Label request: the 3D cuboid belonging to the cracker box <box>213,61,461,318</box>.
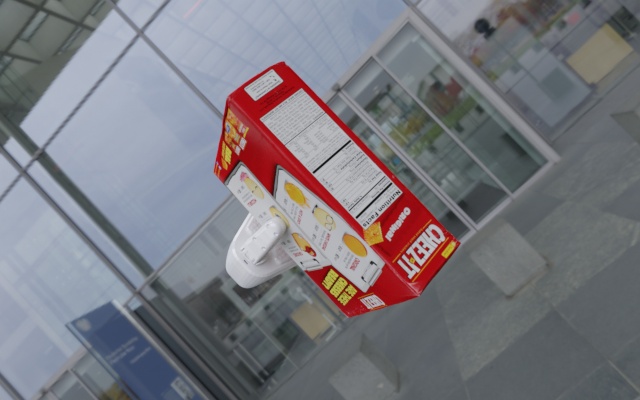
[{"bbox_3d":[0.000,0.001,0.445,0.072,0.213,0.164,-43,-3,-24],"label":"cracker box"}]
